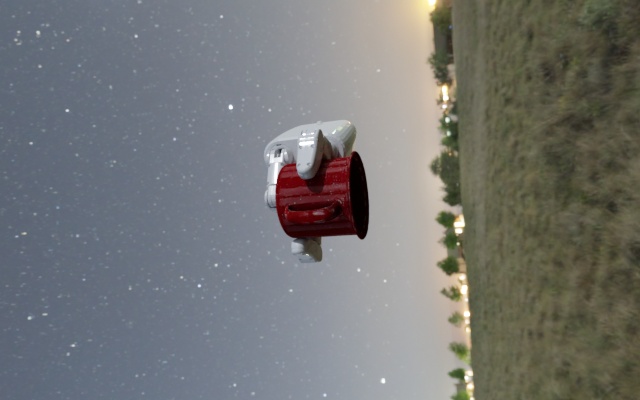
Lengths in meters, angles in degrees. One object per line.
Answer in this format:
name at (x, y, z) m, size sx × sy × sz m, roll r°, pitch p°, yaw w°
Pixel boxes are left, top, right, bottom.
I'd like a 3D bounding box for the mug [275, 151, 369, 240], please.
mug at (0.000, 0.002, 0.497) m, size 0.081 × 0.093 × 0.117 m, roll -5°, pitch 17°, yaw 16°
